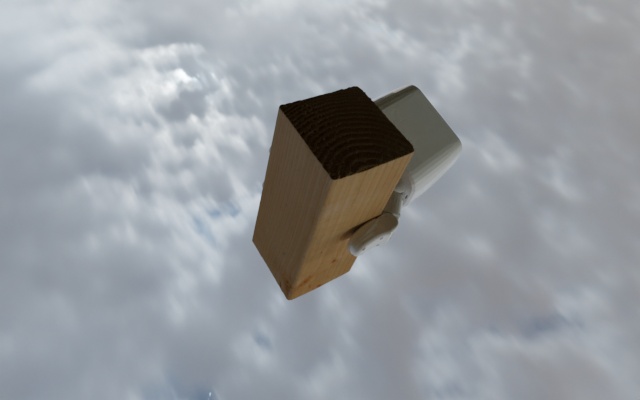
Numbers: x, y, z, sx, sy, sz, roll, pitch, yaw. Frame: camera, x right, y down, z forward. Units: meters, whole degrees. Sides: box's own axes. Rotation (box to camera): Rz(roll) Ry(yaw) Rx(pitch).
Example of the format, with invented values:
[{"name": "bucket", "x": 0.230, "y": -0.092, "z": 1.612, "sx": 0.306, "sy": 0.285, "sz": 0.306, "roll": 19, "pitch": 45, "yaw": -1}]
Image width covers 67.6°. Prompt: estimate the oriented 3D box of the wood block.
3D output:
[{"name": "wood block", "x": 0.001, "y": 0.002, "z": 0.479, "sx": 0.090, "sy": 0.090, "sz": 0.206, "roll": -21, "pitch": -29, "yaw": -29}]
